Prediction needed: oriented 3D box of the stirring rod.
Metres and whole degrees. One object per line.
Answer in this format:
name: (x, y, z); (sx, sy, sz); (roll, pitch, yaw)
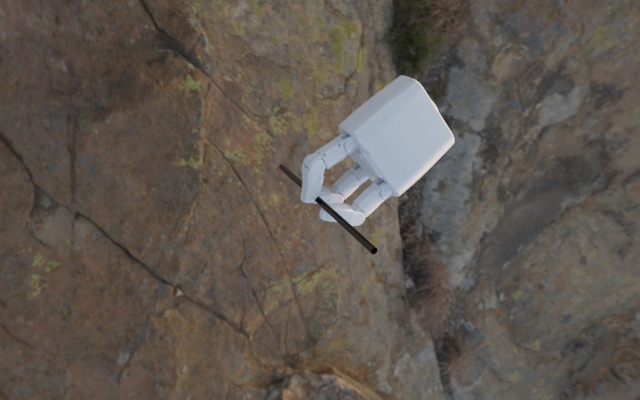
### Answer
stirring rod: (0.000, 0.002, 0.586); (0.011, 0.011, 0.239); (0, 25, -31)
